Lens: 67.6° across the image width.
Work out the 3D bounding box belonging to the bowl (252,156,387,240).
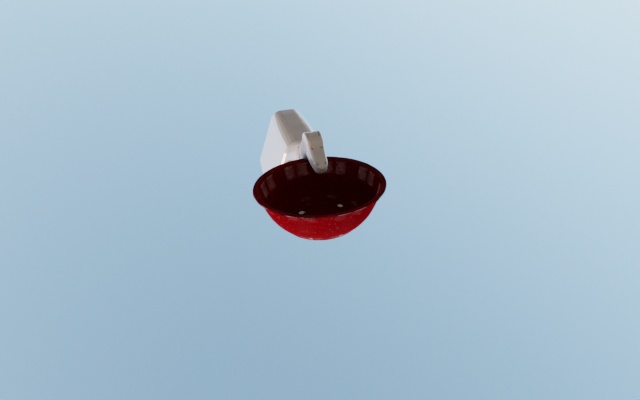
[{"bbox_3d":[0.000,0.003,0.588,0.162,0.055,0.162,-3,28,2],"label":"bowl"}]
